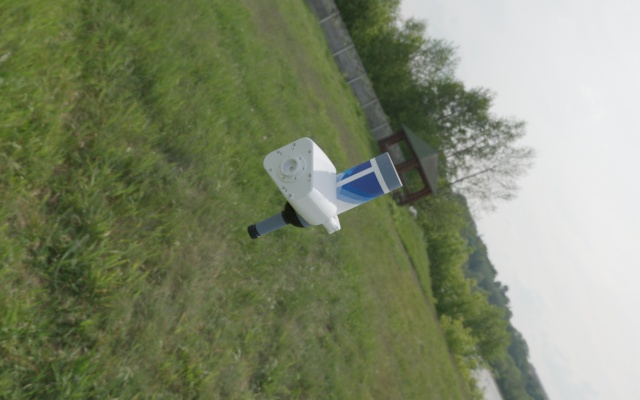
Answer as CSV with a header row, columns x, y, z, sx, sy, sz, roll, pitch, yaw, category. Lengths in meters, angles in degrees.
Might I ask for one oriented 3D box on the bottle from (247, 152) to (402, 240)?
x,y,z,sx,sy,sz,roll,pitch,yaw,category
0.000,0.003,0.876,0.296,0.069,0.069,-24,-5,11,bottle
